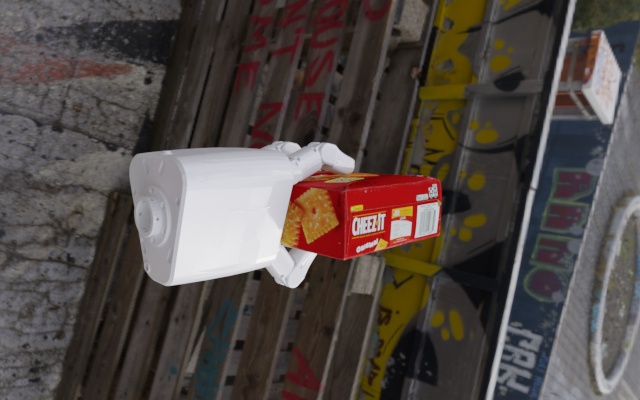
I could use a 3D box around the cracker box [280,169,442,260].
[{"bbox_3d":[0.000,0.002,0.531,0.213,0.072,0.164,9,11,43],"label":"cracker box"}]
